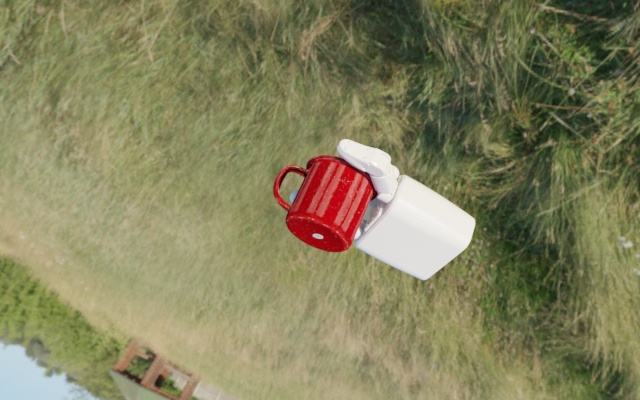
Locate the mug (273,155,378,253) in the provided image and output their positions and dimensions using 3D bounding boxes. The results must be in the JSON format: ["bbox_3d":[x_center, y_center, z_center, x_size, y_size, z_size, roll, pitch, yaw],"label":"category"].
[{"bbox_3d":[-0.001,0.001,0.556,0.117,0.081,0.093,28,-26,-7],"label":"mug"}]
